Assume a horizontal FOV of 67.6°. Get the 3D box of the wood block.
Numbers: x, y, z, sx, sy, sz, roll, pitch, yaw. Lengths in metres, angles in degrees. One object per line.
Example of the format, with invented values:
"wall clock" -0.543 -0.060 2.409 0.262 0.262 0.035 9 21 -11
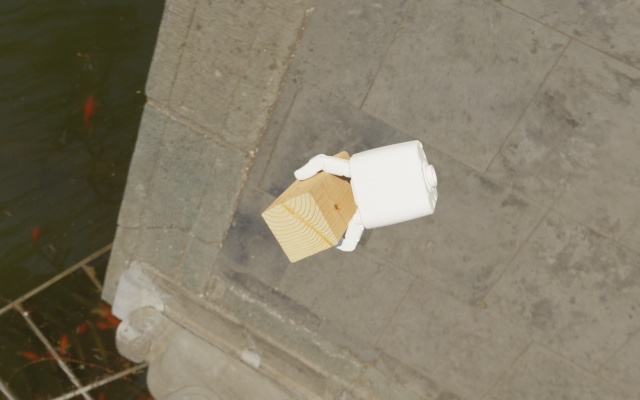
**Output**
"wood block" 0.000 0.002 0.783 0.090 0.091 0.206 -25 12 26
